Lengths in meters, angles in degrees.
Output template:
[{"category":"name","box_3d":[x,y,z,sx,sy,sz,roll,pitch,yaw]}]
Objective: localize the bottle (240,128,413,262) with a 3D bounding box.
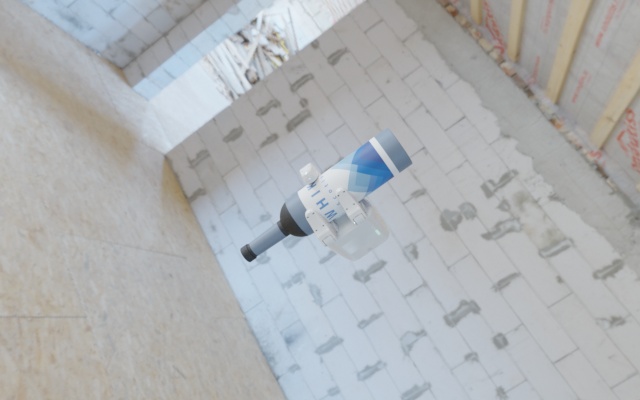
[{"category":"bottle","box_3d":[0.000,0.002,0.734,0.296,0.069,0.069,-35,-6,8]}]
